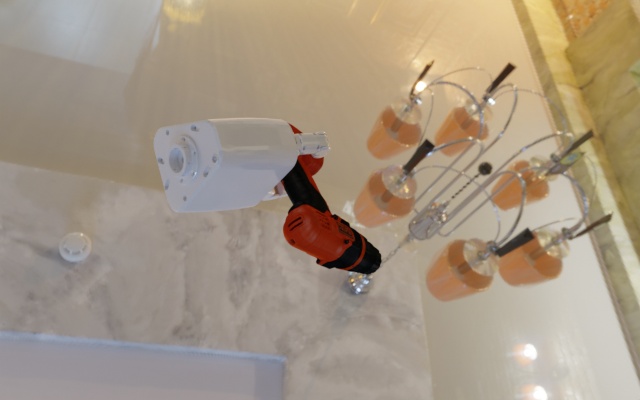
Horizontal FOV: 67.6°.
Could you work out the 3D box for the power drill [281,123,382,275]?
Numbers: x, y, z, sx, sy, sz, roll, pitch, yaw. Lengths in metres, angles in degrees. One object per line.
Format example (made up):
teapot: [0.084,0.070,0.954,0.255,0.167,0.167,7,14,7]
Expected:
power drill: [0.000,0.002,0.606,0.057,0.187,0.184,-36,-35,15]
